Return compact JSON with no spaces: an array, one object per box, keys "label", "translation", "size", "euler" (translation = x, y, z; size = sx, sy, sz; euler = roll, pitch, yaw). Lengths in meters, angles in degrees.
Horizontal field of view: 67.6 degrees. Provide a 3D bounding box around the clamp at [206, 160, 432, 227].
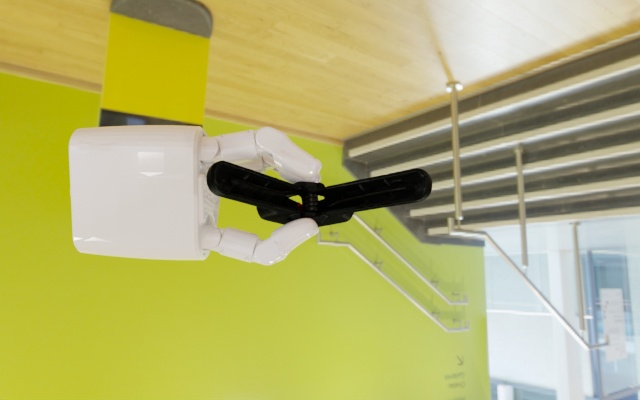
[{"label":"clamp","translation":[0.000,0.002,0.431],"size":[0.164,0.036,0.210],"euler":[1,-10,0]}]
